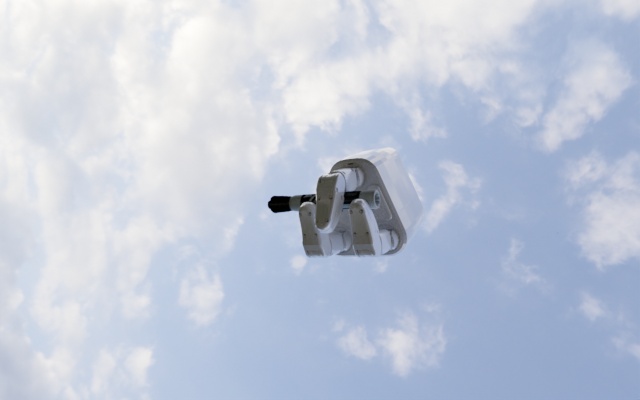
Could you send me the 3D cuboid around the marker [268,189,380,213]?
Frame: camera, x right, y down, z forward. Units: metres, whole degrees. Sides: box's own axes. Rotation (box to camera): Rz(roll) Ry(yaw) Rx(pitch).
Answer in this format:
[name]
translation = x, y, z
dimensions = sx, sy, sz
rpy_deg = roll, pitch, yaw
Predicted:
[marker]
translation = 0.000, 0.002, 0.481
dimensions = 0.121, 0.020, 0.020
rpy_deg = -3, -2, 26
